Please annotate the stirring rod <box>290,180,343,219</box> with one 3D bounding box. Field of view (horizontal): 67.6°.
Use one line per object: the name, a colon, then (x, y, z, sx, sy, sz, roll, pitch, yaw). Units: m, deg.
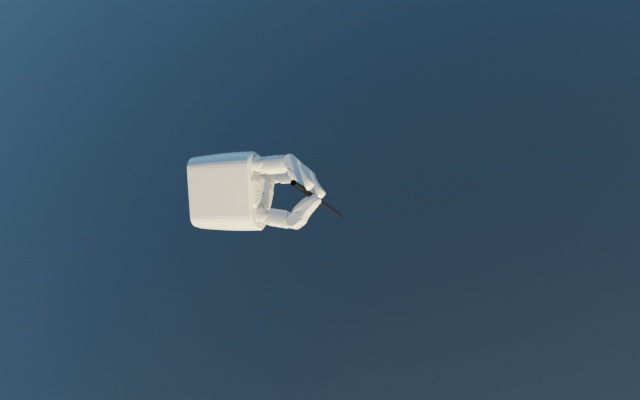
stirring rod: (0.000, 0.002, 0.732, 0.011, 0.011, 0.239, 0, -12, 18)
